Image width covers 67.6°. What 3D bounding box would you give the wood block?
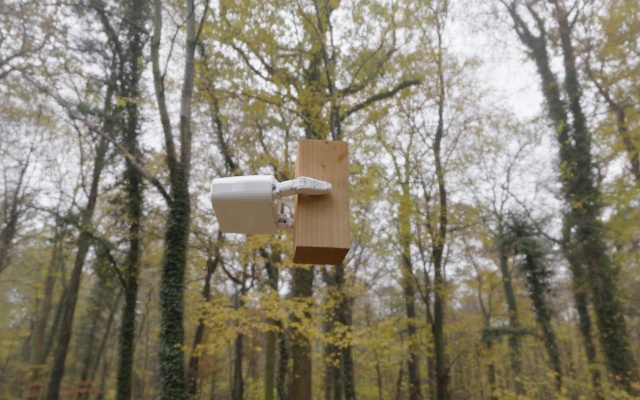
[{"bbox_3d":[0.000,0.003,0.853,0.090,0.206,0.091,3,-26,-7],"label":"wood block"}]
